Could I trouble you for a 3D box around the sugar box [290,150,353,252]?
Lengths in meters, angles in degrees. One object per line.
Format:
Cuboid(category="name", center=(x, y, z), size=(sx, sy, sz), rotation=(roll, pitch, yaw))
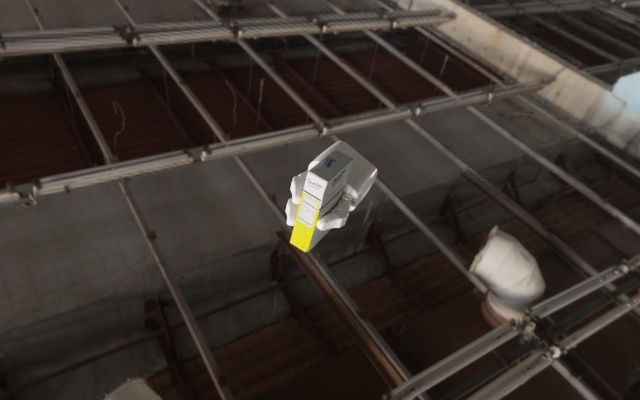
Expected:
Cuboid(category="sugar box", center=(0.000, 0.003, 0.856), size=(0.048, 0.176, 0.093), rotation=(29, 42, 18))
